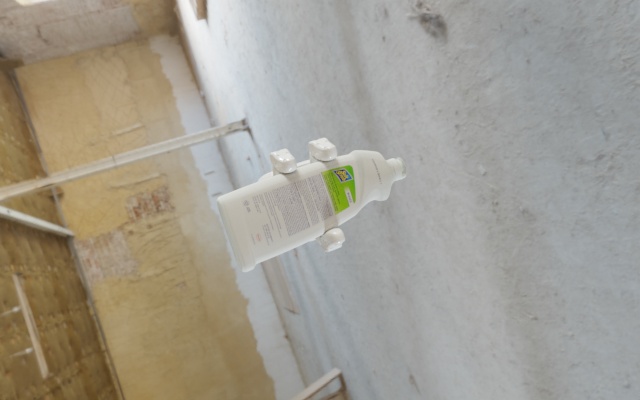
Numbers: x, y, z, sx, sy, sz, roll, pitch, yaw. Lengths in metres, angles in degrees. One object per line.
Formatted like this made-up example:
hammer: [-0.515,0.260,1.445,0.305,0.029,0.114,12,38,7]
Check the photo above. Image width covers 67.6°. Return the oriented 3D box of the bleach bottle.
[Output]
bleach bottle: [0.000,0.002,0.623,0.251,0.102,0.068,-19,6,-16]
